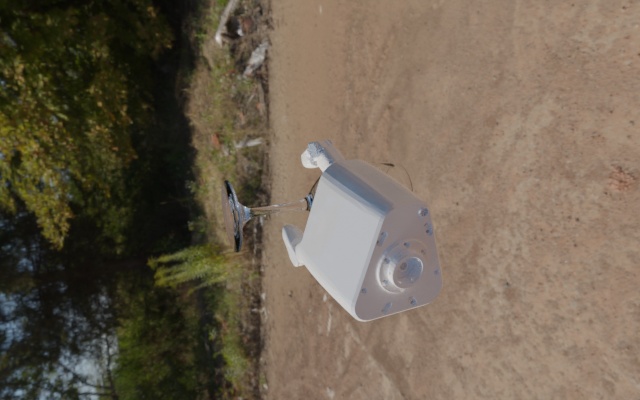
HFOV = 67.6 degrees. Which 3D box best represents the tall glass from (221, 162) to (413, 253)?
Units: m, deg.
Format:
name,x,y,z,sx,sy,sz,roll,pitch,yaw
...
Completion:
name,x,y,z,sx,sy,sz,roll,pitch,yaw
tall glass,-0.001,0.002,0.520,0.201,0.079,0.079,-9,4,-22
